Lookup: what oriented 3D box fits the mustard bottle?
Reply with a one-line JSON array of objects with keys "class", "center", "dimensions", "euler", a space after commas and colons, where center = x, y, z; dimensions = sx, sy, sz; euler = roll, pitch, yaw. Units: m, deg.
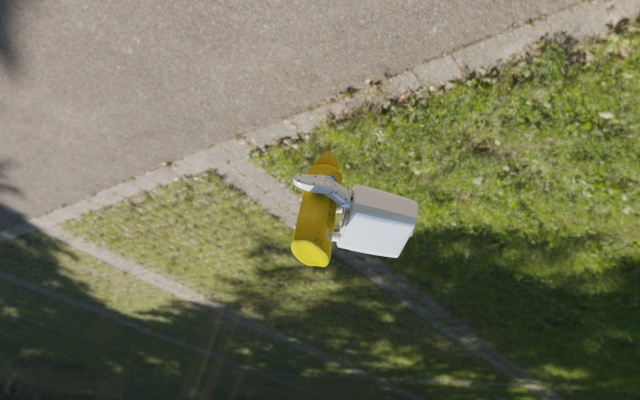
[{"class": "mustard bottle", "center": [0.000, 0.003, 0.771], "dimensions": [0.058, 0.191, 0.096], "euler": [1, -30, 17]}]
